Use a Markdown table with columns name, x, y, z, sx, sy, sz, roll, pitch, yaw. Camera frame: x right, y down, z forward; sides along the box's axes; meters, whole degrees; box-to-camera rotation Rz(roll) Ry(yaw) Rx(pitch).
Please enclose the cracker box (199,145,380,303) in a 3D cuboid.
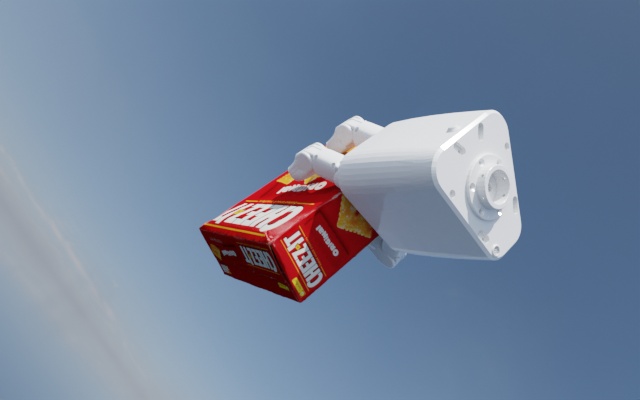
| name | x | y | z | sx | sy | sz | roll | pitch | yaw |
| --- | --- | --- | --- | --- | --- | --- | --- | --- | --- |
| cracker box | 0.000 | 0.002 | 0.504 | 0.213 | 0.072 | 0.164 | -36 | 20 | -28 |
